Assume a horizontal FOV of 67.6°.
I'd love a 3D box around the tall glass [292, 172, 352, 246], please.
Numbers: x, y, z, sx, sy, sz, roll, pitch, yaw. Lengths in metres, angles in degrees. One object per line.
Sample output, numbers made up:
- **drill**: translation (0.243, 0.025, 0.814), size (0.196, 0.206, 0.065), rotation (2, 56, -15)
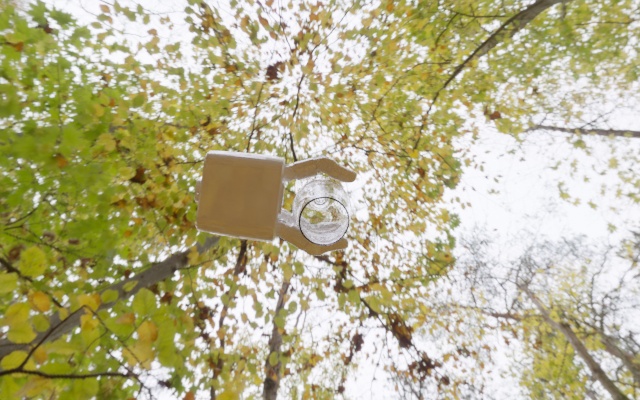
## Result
- **tall glass**: translation (0.000, 0.002, 0.669), size (0.079, 0.079, 0.201), rotation (0, 14, -3)
